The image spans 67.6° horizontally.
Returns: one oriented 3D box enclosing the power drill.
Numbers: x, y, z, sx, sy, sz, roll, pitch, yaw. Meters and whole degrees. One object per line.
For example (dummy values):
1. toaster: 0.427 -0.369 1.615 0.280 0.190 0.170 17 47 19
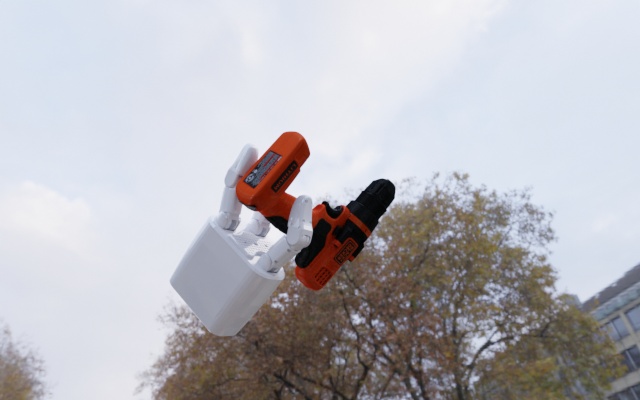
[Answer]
1. power drill: 0.000 0.002 0.605 0.188 0.184 0.057 47 -13 -33
